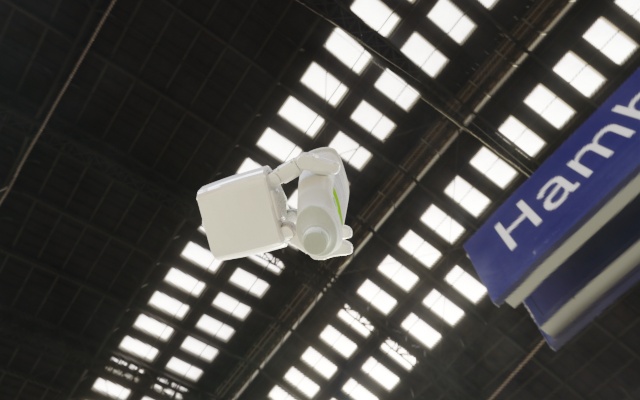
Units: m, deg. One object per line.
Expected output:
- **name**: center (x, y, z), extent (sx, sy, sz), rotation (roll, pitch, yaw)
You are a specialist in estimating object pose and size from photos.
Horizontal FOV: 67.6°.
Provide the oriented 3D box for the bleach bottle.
- **bleach bottle**: center (0.000, 0.002, 0.671), extent (0.068, 0.102, 0.250), rotation (-16, 17, 10)
